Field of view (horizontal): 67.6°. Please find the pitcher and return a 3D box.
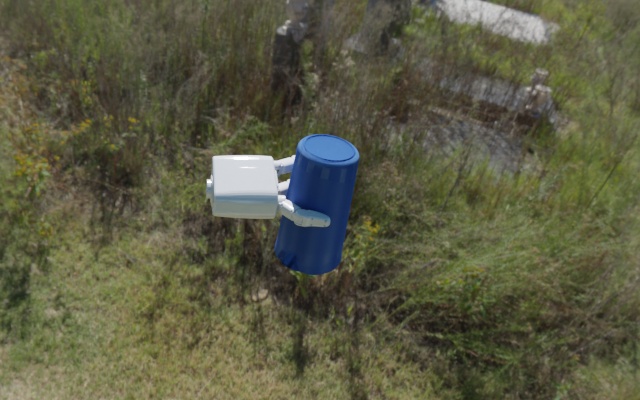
[{"bbox_3d":[0.000,0.003,0.880,0.145,0.243,0.149,2,36,-15],"label":"pitcher"}]
